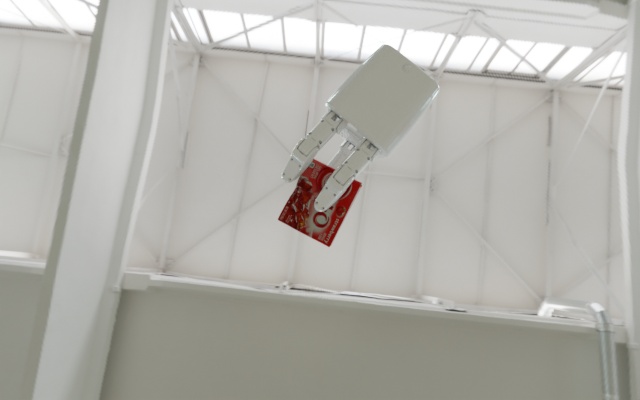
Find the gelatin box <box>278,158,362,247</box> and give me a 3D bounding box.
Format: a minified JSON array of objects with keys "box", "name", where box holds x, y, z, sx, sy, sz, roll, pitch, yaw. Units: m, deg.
[{"box":[0.000,0.002,0.591,0.073,0.089,0.030,27,0,6],"name":"gelatin box"}]
